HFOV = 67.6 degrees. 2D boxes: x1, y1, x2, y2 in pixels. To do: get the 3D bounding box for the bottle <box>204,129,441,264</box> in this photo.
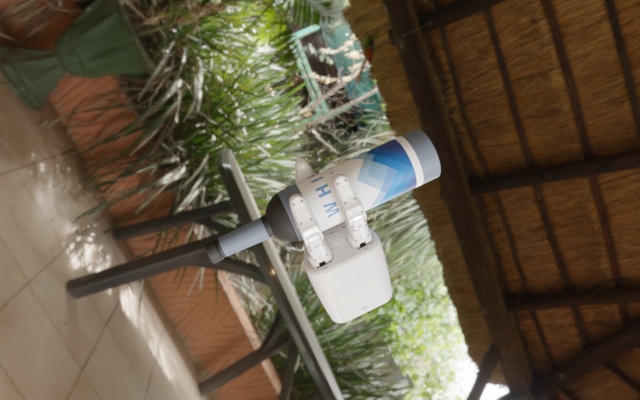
[{"bbox_3d":[0.000,0.002,0.583,0.295,0.069,0.069,-25,2,-5],"label":"bottle"}]
